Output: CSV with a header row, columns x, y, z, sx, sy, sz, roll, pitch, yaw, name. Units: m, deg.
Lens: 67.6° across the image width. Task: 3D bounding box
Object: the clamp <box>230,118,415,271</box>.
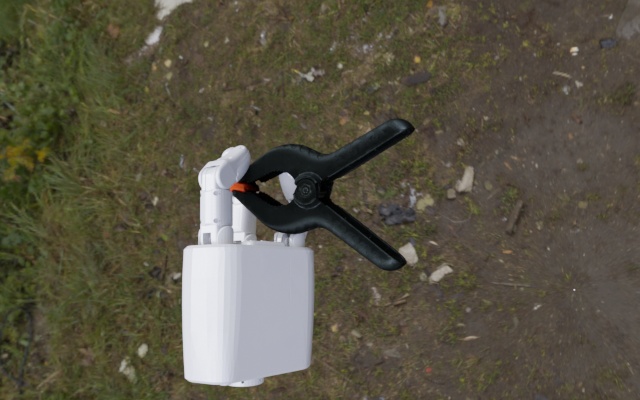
x,y,z,sx,sy,sz,roll,pitch,yaw,name
0.000,0.001,0.408,0.171,0.120,0.039,-6,-9,27,clamp
